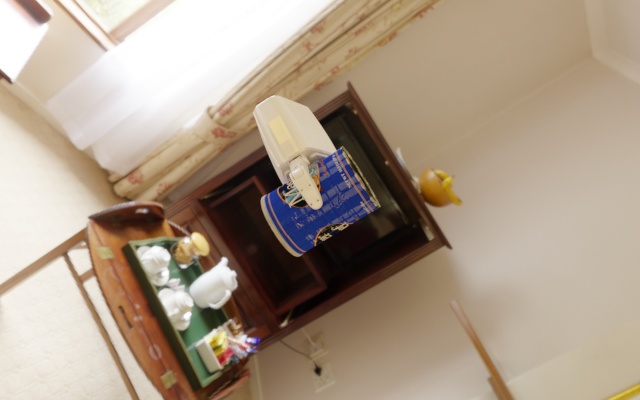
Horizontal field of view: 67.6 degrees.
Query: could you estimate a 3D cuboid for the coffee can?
[{"bbox_3d":[0.000,0.002,0.690,0.140,0.103,0.103,-32,-6,9],"label":"coffee can"}]
